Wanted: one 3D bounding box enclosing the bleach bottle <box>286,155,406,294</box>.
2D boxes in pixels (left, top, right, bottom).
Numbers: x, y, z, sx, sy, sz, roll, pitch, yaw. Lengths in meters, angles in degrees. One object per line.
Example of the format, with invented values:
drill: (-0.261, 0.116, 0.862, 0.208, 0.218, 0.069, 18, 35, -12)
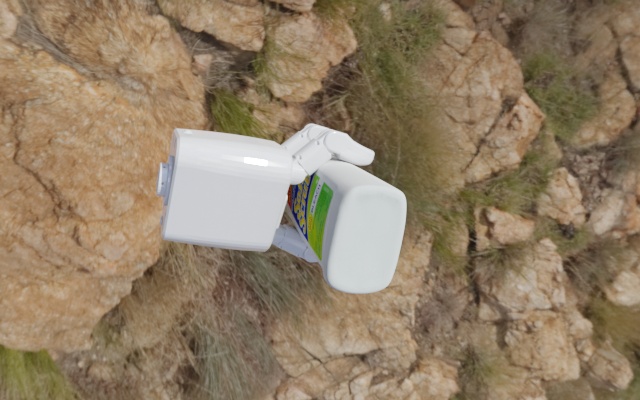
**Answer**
bleach bottle: (0.000, 0.002, 0.515, 0.068, 0.102, 0.250, 6, 12, -22)
